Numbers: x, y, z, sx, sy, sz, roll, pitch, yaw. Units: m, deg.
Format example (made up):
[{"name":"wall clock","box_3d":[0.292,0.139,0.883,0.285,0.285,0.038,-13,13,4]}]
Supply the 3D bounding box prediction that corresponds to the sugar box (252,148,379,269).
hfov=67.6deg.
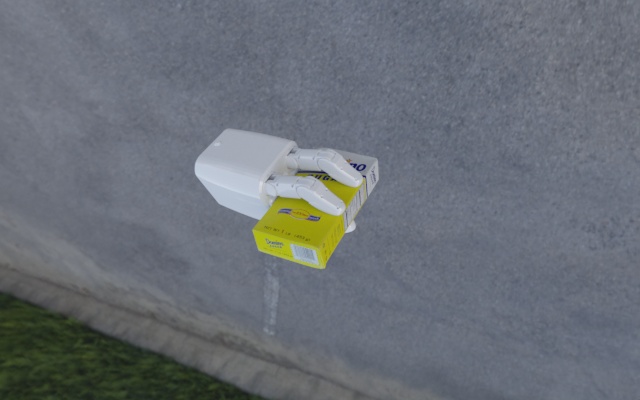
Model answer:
[{"name":"sugar box","box_3d":[0.000,0.002,0.613,0.093,0.048,0.176,14,49,24]}]
